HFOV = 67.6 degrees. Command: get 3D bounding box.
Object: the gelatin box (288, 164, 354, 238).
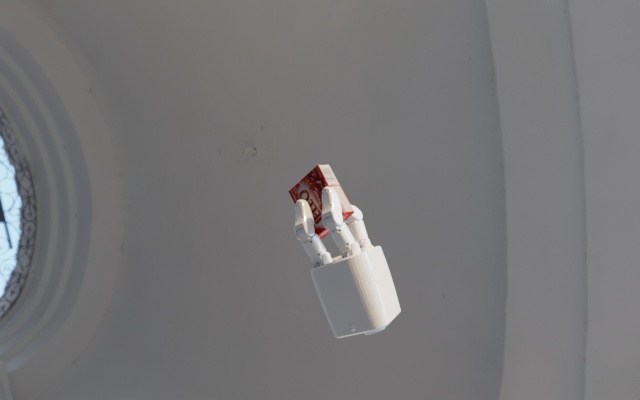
[{"bbox_3d":[0.000,0.002,0.713,0.030,0.089,0.073,-4,-29,-50],"label":"gelatin box"}]
